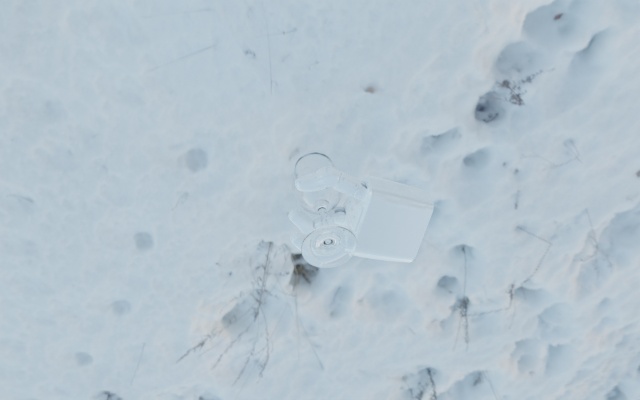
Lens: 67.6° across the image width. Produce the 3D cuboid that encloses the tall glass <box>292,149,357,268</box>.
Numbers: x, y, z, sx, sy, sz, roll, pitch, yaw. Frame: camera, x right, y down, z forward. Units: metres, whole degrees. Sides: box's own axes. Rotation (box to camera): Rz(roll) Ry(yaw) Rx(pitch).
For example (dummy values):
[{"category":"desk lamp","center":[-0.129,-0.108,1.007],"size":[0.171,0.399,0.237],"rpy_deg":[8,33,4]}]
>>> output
[{"category":"tall glass","center":[0.000,0.003,0.702],"size":[0.079,0.079,0.201],"rpy_deg":[0,37,-9]}]
